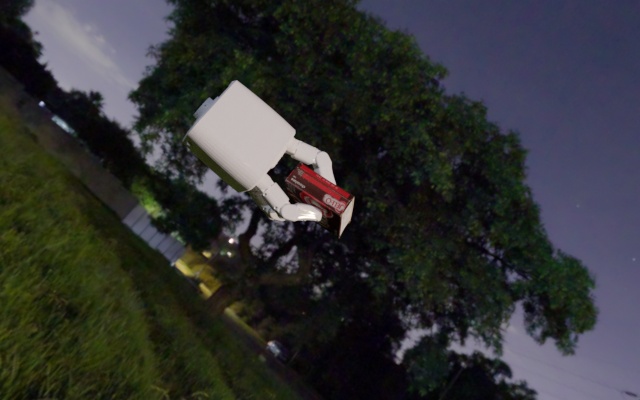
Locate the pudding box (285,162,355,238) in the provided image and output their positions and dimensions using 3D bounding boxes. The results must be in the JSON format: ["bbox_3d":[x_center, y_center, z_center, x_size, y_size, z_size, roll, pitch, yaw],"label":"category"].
[{"bbox_3d":[0.000,0.002,0.672,0.090,0.039,0.113,34,-13,12],"label":"pudding box"}]
